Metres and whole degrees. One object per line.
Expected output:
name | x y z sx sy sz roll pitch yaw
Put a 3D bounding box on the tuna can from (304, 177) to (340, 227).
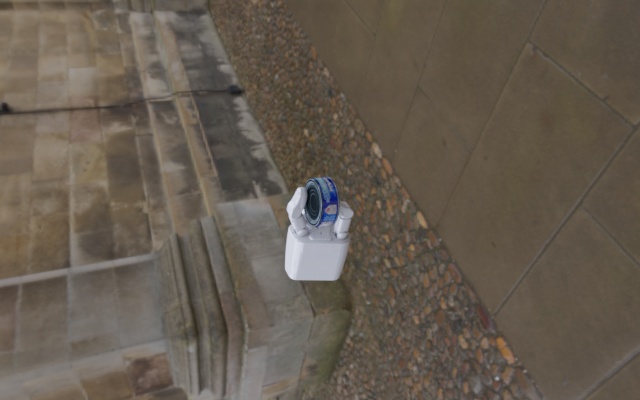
tuna can | 0.000 0.003 0.827 0.034 0.086 0.086 -4 2 -24
